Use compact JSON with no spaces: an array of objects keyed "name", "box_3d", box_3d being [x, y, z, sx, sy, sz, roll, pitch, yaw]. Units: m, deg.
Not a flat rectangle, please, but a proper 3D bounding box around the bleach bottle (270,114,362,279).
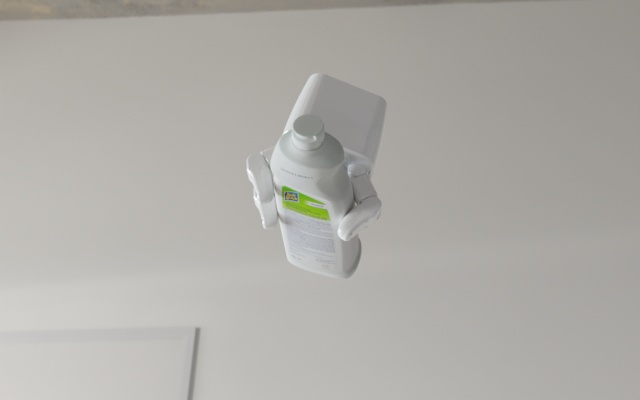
[{"name":"bleach bottle","box_3d":[0.000,0.002,0.544,0.102,0.068,0.251,12,-32,10]}]
